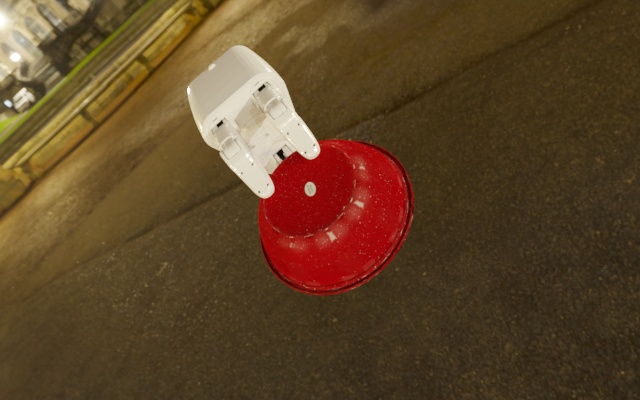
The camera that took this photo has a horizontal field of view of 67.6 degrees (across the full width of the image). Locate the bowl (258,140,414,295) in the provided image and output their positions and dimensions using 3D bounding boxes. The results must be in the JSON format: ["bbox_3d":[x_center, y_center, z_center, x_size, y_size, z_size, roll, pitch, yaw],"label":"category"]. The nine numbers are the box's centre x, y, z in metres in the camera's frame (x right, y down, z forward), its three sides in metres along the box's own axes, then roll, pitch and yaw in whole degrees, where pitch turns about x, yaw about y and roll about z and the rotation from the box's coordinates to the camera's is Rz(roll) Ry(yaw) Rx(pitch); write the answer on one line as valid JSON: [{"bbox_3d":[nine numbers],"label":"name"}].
[{"bbox_3d":[0.001,0.002,0.438,0.162,0.162,0.055,0,-25,28],"label":"bowl"}]
